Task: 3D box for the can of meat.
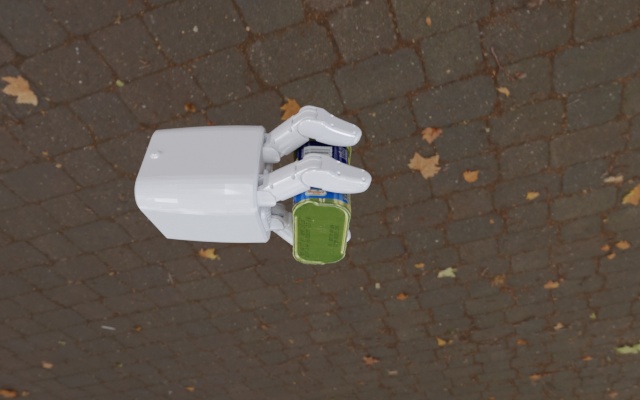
[{"bbox_3d":[0.000,0.002,0.464,0.057,0.083,0.102,2,-40,-1],"label":"can of meat"}]
